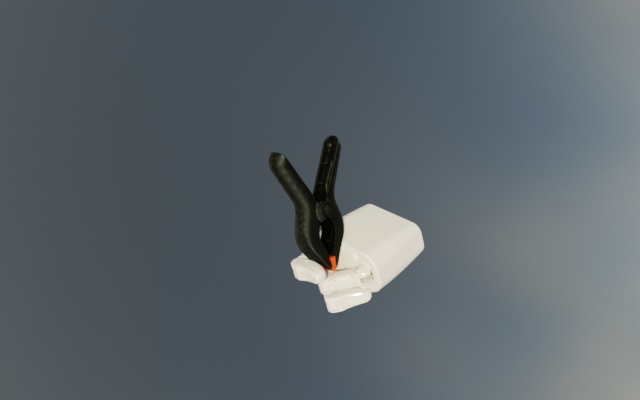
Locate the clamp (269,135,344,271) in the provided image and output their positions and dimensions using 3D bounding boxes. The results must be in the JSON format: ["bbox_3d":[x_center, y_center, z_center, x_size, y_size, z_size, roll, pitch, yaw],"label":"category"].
[{"bbox_3d":[0.001,0.002,0.602,0.039,0.171,0.120,8,30,45],"label":"clamp"}]
